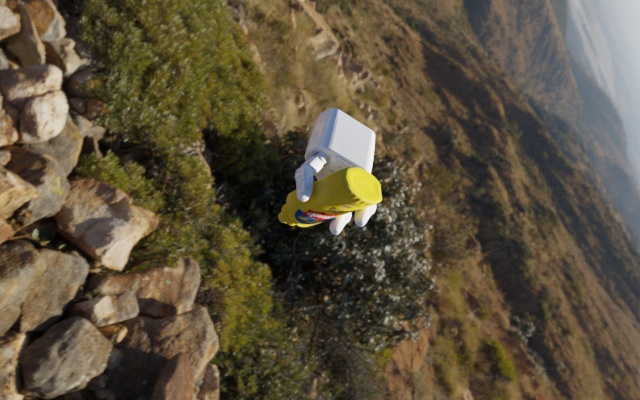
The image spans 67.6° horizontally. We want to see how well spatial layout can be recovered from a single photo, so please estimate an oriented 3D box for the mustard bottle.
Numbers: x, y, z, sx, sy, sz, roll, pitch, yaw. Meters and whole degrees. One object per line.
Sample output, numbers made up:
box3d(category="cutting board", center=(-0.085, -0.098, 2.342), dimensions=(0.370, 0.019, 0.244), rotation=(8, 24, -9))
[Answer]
box3d(category="mustard bottle", center=(0.000, 0.003, 0.799), dimensions=(0.192, 0.058, 0.096), rotation=(-21, -26, 38))
